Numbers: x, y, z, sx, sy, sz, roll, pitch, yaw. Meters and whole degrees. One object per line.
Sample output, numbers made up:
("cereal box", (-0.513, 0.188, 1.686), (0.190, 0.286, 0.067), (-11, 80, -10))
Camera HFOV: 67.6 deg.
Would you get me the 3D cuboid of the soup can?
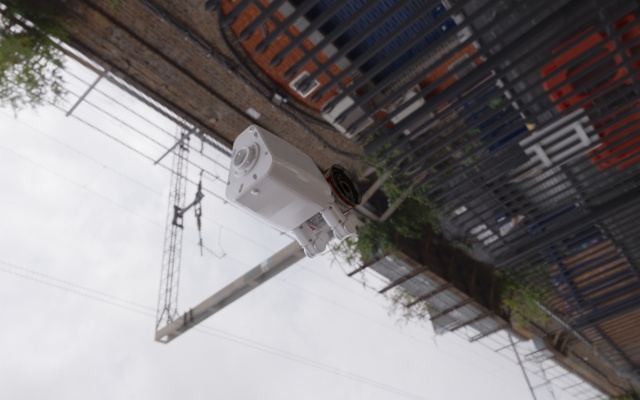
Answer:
("soup can", (0.000, 0.003, 0.697), (0.102, 0.068, 0.068), (-34, -17, 26))
